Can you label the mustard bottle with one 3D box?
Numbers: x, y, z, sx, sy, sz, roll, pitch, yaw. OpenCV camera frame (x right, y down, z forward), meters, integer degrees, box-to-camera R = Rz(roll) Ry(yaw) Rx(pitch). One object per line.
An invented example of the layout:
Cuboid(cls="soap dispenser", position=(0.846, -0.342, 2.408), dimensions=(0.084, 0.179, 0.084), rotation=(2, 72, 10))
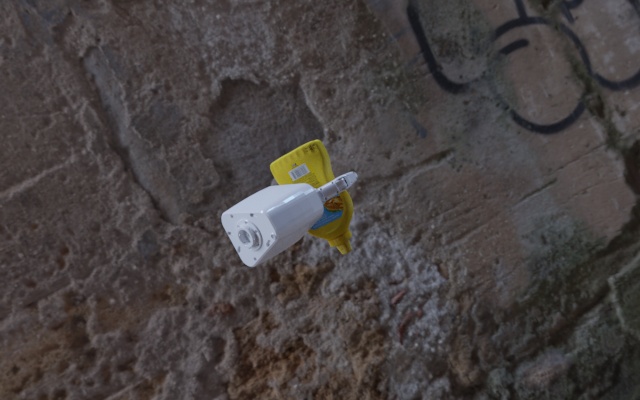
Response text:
Cuboid(cls="mustard bottle", position=(0.000, 0.002, 0.796), dimensions=(0.096, 0.191, 0.058), rotation=(-27, 3, 18))
